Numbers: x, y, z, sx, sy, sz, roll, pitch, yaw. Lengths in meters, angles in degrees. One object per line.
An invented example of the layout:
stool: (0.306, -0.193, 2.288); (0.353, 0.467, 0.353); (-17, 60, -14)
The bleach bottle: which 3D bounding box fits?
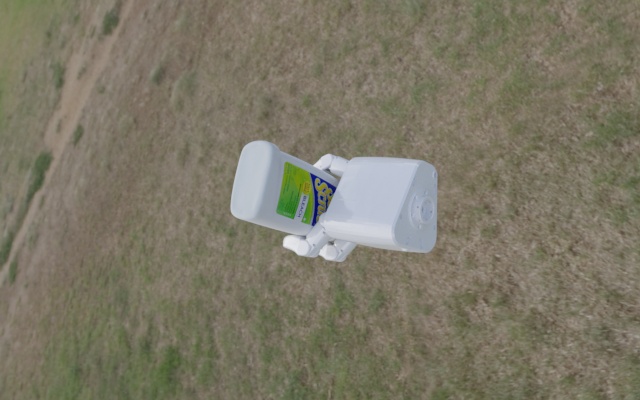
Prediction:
bleach bottle: (0.000, 0.002, 0.659); (0.068, 0.102, 0.251); (6, -7, 46)
